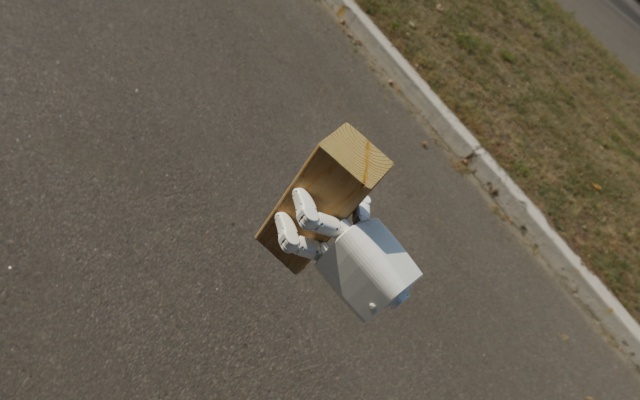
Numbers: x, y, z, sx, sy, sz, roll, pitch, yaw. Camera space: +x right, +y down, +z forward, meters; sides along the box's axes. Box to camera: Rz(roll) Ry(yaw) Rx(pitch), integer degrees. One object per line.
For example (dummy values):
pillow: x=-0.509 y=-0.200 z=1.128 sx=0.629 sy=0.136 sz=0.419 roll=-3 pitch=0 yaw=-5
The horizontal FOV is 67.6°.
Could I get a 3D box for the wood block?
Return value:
wood block: x=0.001 y=0.002 z=0.688 sx=0.206 sy=0.090 sz=0.090 roll=-52 pitch=-6 yaw=39
